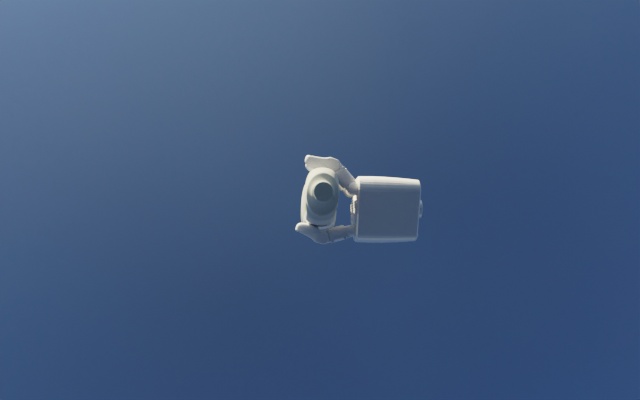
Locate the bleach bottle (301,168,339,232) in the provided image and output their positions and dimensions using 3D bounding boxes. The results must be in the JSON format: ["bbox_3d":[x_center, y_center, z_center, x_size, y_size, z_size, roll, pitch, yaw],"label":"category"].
[{"bbox_3d":[0.000,0.003,0.808,0.068,0.102,0.251,1,-3,-2],"label":"bleach bottle"}]
